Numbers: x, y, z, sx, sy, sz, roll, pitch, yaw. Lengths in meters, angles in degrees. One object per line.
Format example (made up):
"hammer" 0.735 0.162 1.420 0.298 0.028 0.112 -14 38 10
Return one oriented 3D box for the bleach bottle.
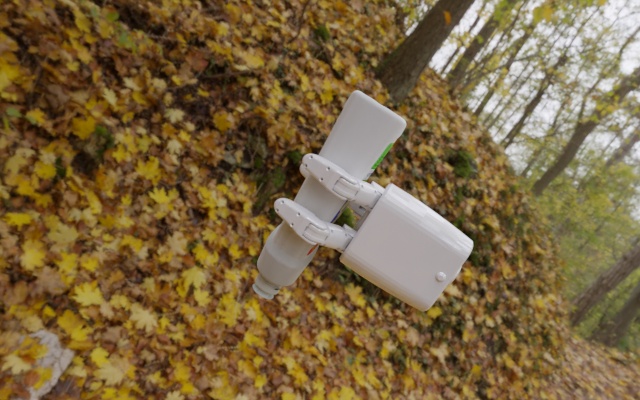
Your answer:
"bleach bottle" 0.000 0.002 0.538 0.068 0.251 0.102 33 13 4
